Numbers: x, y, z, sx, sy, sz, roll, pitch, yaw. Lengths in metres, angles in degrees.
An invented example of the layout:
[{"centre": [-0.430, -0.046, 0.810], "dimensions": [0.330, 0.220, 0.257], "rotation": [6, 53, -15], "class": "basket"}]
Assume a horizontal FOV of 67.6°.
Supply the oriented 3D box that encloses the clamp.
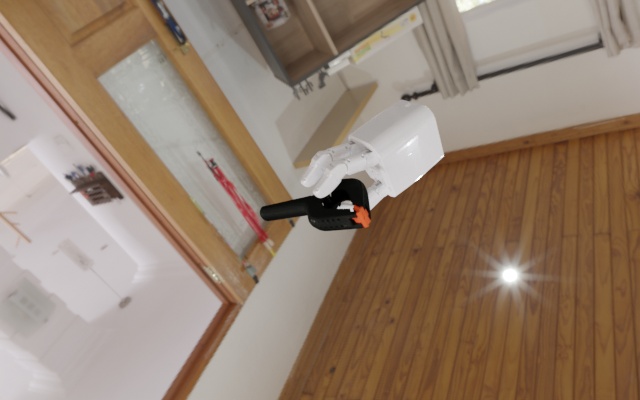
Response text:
[{"centre": [0.001, 0.003, 0.705], "dimensions": [0.164, 0.036, 0.210], "rotation": [-38, 29, -7], "class": "clamp"}]
